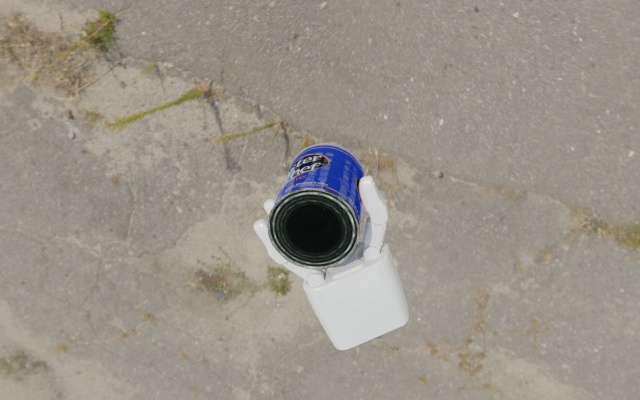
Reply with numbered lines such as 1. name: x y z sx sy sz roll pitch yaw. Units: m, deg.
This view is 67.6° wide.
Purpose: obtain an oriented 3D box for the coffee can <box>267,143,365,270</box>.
1. coffee can: 0.000 0.002 0.580 0.103 0.103 0.140 0 27 8
